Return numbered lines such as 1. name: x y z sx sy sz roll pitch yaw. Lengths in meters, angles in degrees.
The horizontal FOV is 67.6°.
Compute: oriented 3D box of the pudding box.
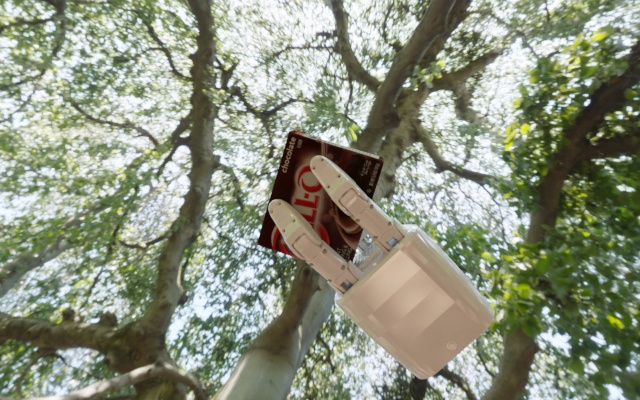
1. pudding box: 0.000 0.001 0.444 0.090 0.113 0.039 17 9 4
